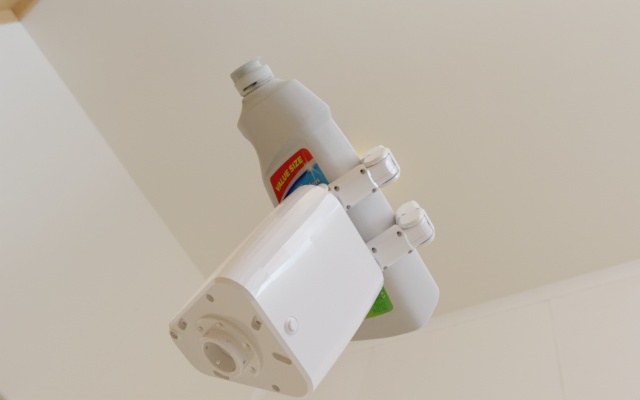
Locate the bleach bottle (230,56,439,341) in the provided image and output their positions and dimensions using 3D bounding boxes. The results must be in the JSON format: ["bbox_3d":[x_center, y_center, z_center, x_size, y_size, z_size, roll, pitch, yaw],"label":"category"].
[{"bbox_3d":[0.000,0.001,0.404,0.102,0.251,0.068,-21,17,40],"label":"bleach bottle"}]
